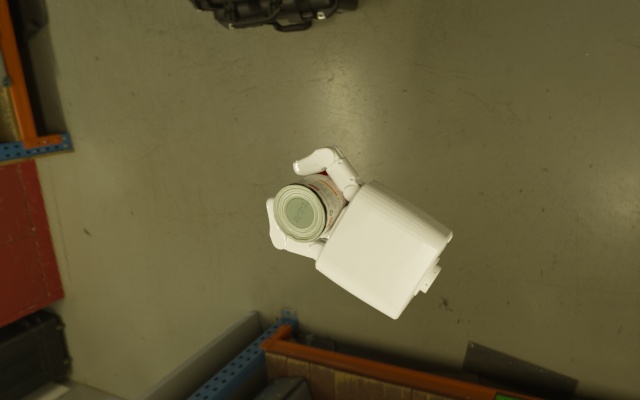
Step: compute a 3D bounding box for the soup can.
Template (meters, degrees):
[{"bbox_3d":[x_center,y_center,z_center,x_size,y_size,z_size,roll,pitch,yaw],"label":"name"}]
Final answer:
[{"bbox_3d":[0.000,0.002,0.548,0.068,0.068,0.102,0,15,29],"label":"soup can"}]
